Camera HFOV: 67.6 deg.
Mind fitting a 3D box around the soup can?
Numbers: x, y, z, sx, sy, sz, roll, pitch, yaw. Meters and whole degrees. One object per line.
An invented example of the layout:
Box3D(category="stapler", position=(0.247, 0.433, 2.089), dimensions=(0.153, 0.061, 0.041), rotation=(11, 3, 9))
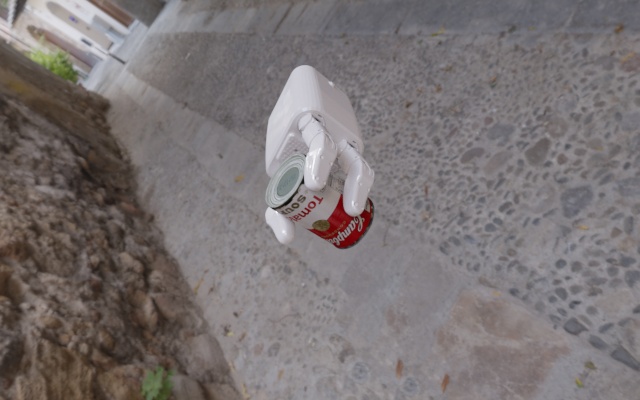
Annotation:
Box3D(category="soup can", position=(0.000, 0.002, 0.518), dimensions=(0.102, 0.068, 0.068), rotation=(33, -18, -31))
